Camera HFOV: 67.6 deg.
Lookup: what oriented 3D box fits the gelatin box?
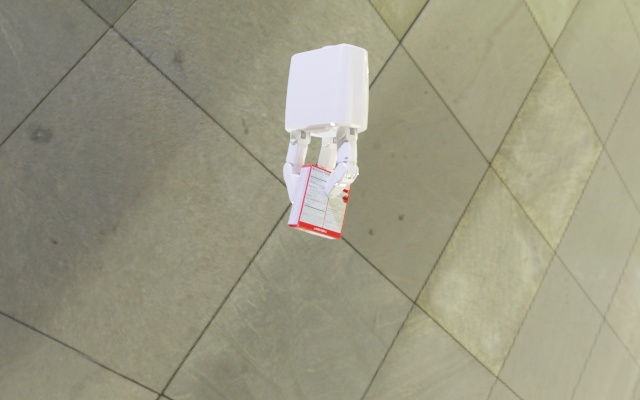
[{"bbox_3d":[0.000,0.002,0.659,0.073,0.089,0.030,19,-13,-32],"label":"gelatin box"}]
